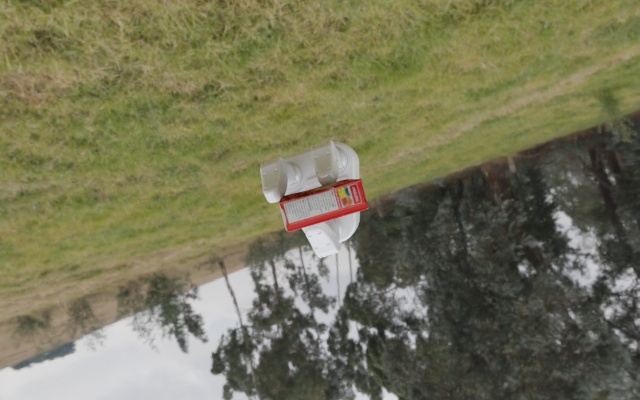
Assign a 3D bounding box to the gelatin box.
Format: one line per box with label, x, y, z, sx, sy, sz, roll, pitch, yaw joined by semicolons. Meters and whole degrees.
gelatin box;0.000;0.002;0.444;0.073;0.030;0.089;-15;4;-3
